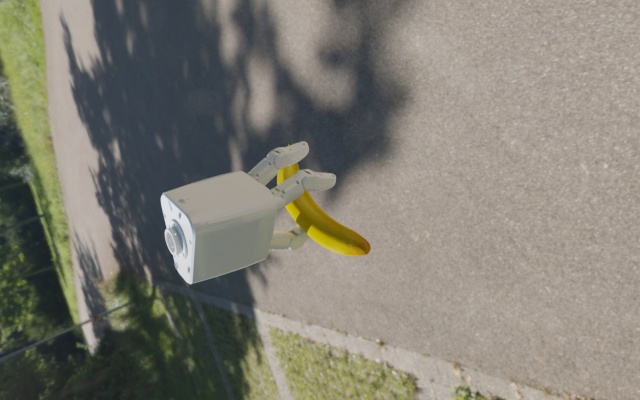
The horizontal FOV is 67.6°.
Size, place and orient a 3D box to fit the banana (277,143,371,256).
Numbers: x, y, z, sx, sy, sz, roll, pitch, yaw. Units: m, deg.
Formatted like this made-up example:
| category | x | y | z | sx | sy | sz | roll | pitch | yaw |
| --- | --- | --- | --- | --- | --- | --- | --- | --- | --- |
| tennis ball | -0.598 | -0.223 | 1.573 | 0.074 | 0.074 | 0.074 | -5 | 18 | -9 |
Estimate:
| category | x | y | z | sx | sy | sz | roll | pitch | yaw |
| --- | --- | --- | --- | --- | --- | --- | --- | --- | --- |
| banana | -0.009 | 0.012 | 0.638 | 0.037 | 0.197 | 0.070 | -13 | -35 | -39 |
